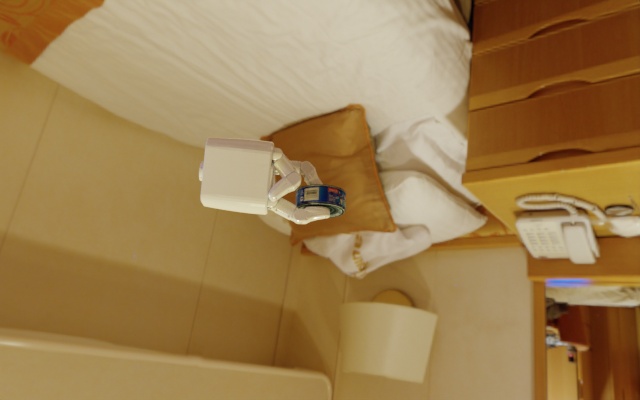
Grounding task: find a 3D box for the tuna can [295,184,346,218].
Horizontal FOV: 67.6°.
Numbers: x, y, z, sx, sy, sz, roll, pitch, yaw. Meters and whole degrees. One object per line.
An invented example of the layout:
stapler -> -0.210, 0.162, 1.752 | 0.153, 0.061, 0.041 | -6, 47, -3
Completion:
tuna can -> 0.000, 0.003, 0.804 | 0.086, 0.033, 0.086 | 2, -19, 1
